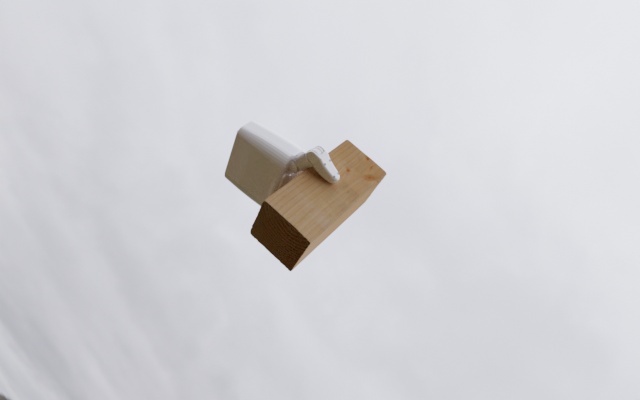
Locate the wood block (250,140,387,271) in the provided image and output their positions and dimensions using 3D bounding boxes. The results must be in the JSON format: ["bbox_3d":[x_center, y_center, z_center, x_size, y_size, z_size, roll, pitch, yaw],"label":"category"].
[{"bbox_3d":[0.000,0.002,0.744,0.206,0.090,0.091,-40,-12,-39],"label":"wood block"}]
